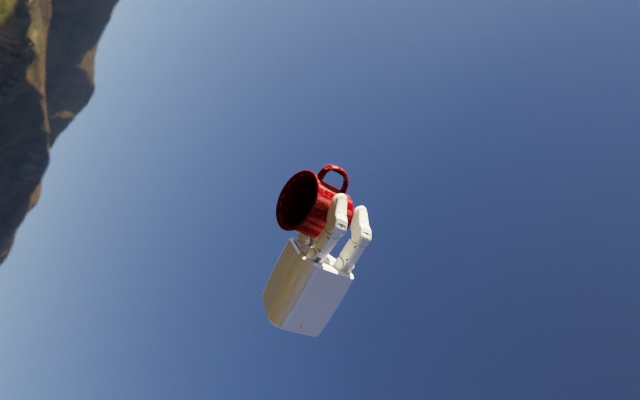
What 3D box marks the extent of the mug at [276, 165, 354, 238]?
[{"bbox_3d":[0.001,0.001,0.705,0.081,0.117,0.093,25,8,-37],"label":"mug"}]
